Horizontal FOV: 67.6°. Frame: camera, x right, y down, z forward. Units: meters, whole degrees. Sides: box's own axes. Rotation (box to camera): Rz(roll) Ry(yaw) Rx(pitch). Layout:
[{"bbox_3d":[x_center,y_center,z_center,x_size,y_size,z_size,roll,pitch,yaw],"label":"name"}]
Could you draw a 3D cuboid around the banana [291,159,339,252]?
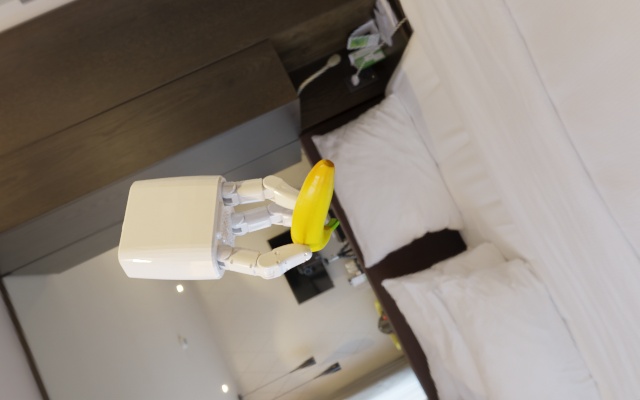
[{"bbox_3d":[-0.008,0.019,0.532,0.037,0.069,0.198,23,-17,9],"label":"banana"}]
